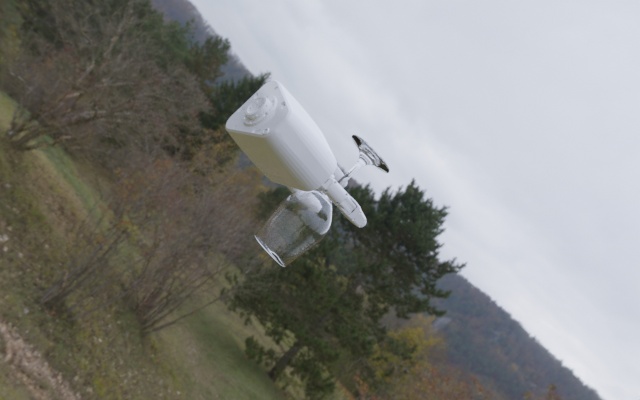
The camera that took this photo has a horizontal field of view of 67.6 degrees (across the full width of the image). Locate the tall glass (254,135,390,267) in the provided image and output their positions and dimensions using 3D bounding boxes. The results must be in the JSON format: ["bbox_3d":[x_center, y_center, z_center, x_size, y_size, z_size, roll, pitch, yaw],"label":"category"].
[{"bbox_3d":[0.001,0.002,0.673,0.201,0.079,0.079,-44,3,-3],"label":"tall glass"}]
